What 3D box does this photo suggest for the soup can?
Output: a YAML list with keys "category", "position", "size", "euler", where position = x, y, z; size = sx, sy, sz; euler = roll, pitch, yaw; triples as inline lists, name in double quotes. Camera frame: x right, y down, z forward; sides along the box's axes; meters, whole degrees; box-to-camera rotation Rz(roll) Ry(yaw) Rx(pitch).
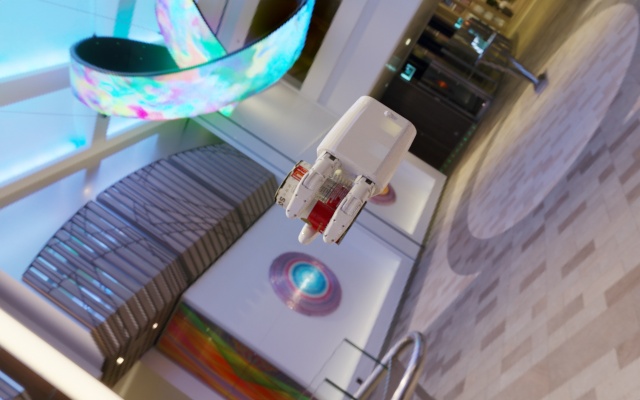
- category: "soup can"
  position: [0.000, 0.002, 0.618]
  size: [0.102, 0.068, 0.068]
  euler: [34, 3, 4]
